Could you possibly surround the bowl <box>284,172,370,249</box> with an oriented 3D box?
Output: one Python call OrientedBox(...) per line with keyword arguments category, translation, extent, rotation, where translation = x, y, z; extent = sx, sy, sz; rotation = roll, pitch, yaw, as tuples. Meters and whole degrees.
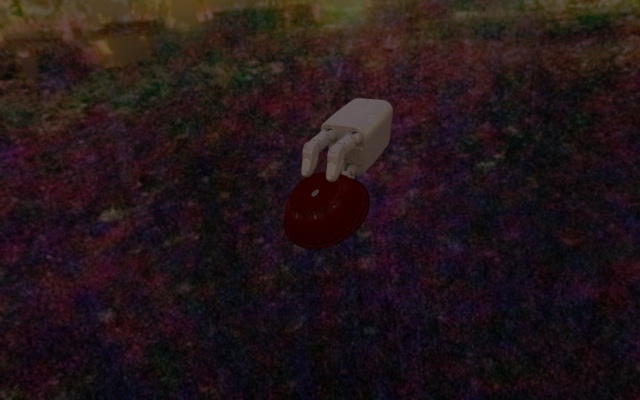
OrientedBox(category="bowl", translation=(0.000, 0.003, 0.813), extent=(0.162, 0.162, 0.055), rotation=(0, -39, 29))
